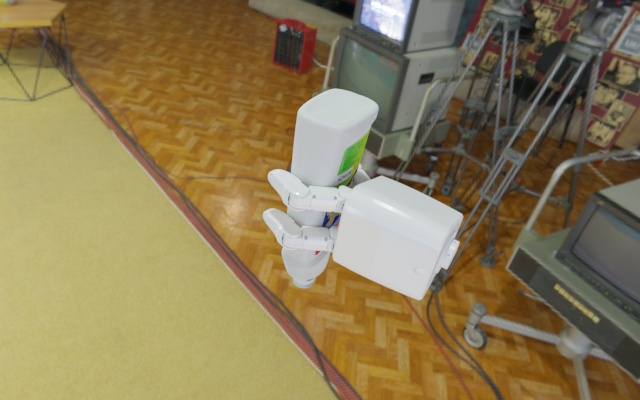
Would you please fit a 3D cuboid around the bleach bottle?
[{"bbox_3d":[0.000,0.002,0.574,0.068,0.251,0.102,24,37,19],"label":"bleach bottle"}]
